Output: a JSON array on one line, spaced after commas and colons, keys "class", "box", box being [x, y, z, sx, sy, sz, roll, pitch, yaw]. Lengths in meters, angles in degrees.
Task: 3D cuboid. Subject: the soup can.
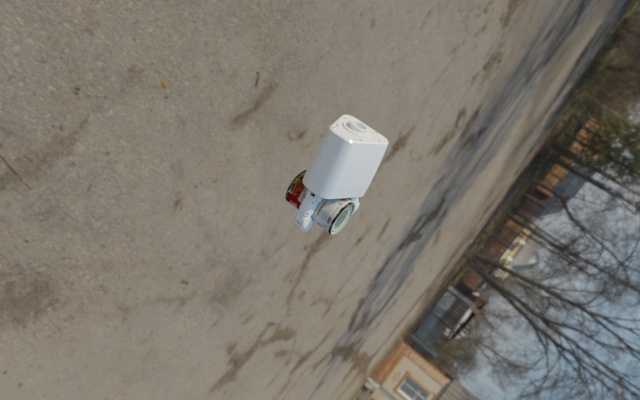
[{"class": "soup can", "box": [0.000, 0.003, 0.812, 0.102, 0.068, 0.068, 37, 14, 20]}]
